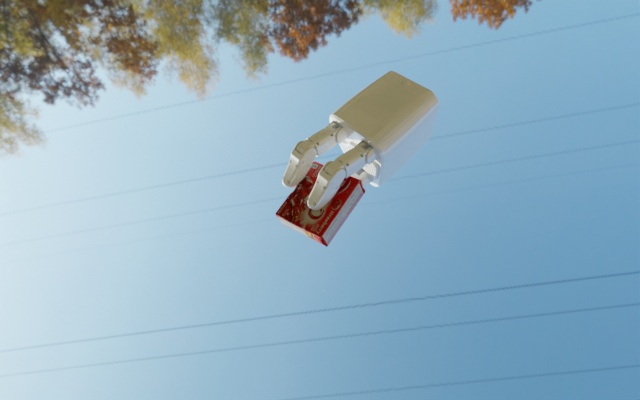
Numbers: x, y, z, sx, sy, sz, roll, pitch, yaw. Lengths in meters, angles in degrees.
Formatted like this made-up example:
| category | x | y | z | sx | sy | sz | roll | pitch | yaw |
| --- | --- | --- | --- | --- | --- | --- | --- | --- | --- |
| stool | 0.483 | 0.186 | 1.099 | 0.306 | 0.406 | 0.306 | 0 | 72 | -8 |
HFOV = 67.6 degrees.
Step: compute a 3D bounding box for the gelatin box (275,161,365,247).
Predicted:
| category | x | y | z | sx | sy | sz | roll | pitch | yaw |
| --- | --- | --- | --- | --- | --- | --- | --- | --- | --- |
| gelatin box | 0.000 | 0.002 | 0.584 | 0.073 | 0.089 | 0.030 | 25 | -19 | 31 |
